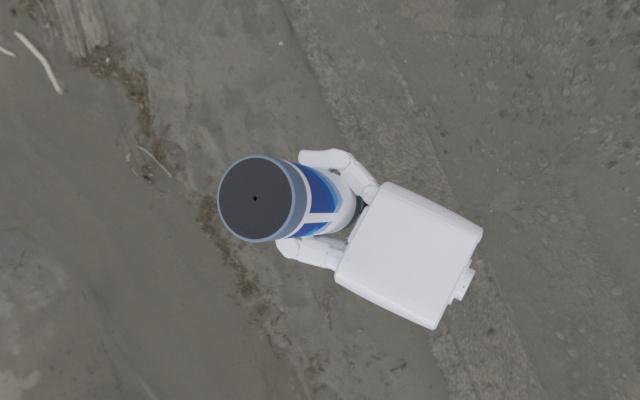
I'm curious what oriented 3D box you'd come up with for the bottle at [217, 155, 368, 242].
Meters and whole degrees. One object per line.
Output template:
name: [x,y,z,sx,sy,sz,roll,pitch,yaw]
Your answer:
bottle: [0.000,0.002,0.497,0.069,0.069,0.296,0,-1,20]
